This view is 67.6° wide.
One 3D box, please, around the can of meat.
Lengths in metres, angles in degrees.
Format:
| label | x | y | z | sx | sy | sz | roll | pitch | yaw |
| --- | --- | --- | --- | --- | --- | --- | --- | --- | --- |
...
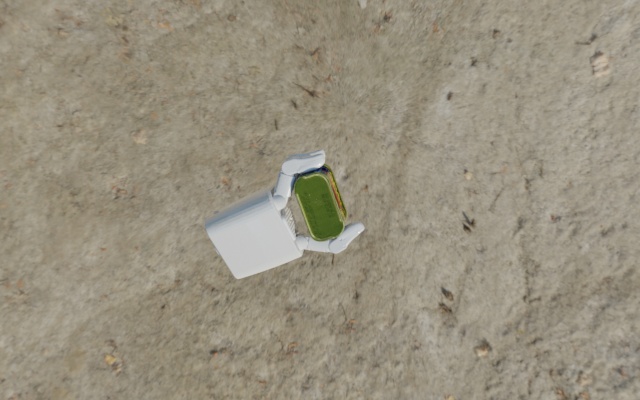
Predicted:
| label | x | y | z | sx | sy | sz | roll | pitch | yaw |
| --- | --- | --- | --- | --- | --- | --- | --- | --- | --- |
| can of meat | 0.000 | 0.002 | 0.687 | 0.057 | 0.102 | 0.084 | -19 | 9 | 7 |
